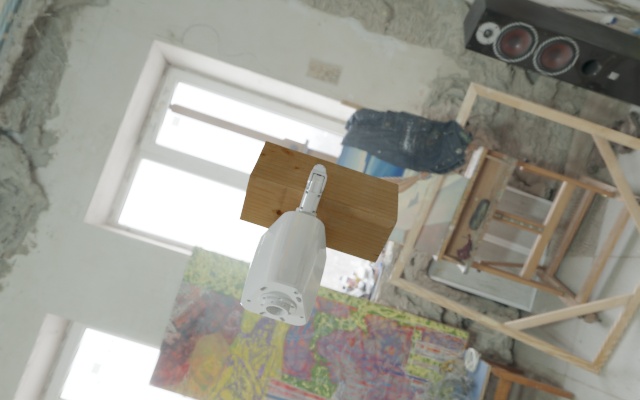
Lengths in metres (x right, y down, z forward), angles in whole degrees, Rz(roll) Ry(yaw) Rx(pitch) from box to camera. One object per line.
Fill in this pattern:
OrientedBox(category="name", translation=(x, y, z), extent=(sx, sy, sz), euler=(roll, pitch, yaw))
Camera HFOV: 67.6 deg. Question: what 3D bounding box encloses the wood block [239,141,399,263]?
OrientedBox(category="wood block", translation=(0.000, 0.002, 0.691), extent=(0.206, 0.091, 0.090), euler=(18, 38, -3))
